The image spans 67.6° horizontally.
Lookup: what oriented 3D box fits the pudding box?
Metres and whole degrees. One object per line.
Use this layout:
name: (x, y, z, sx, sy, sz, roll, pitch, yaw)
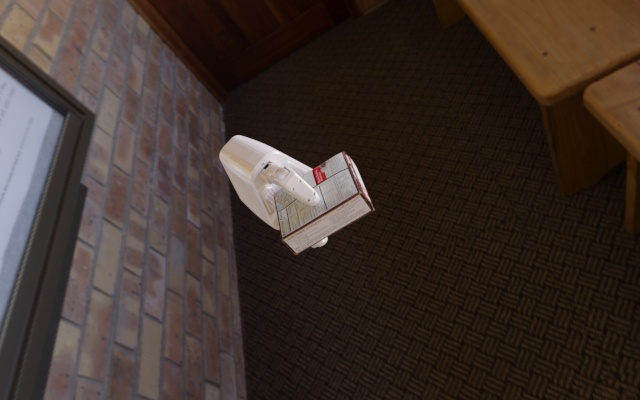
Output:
pudding box: (0.000, 0.002, 0.586, 0.113, 0.090, 0.039, -32, -50, 13)
